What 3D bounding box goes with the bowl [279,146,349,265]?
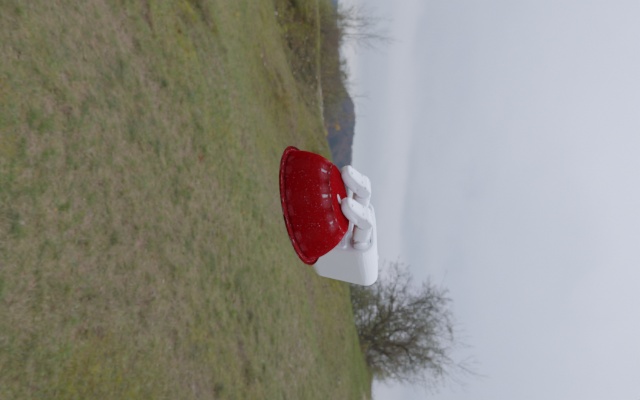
[{"bbox_3d":[0.000,0.002,0.630,0.055,0.162,0.162,-10,-3,16],"label":"bowl"}]
